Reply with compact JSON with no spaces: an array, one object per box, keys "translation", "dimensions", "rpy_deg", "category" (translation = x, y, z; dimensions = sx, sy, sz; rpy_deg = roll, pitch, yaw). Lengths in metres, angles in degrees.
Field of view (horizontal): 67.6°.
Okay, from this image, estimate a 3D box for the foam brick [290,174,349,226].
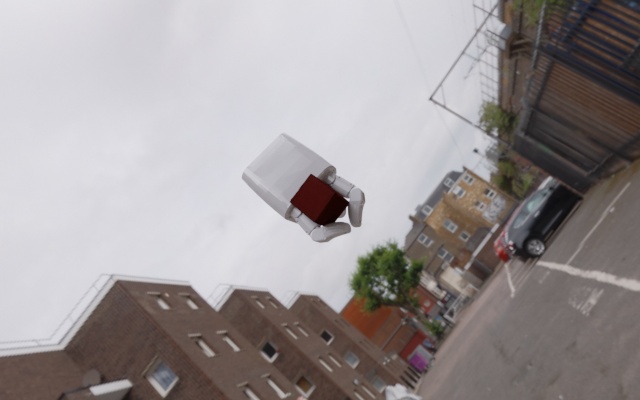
[{"translation":[0.000,0.002,0.703],"dimensions":[0.051,0.053,0.078],"rpy_deg":[39,3,20],"category":"foam brick"}]
